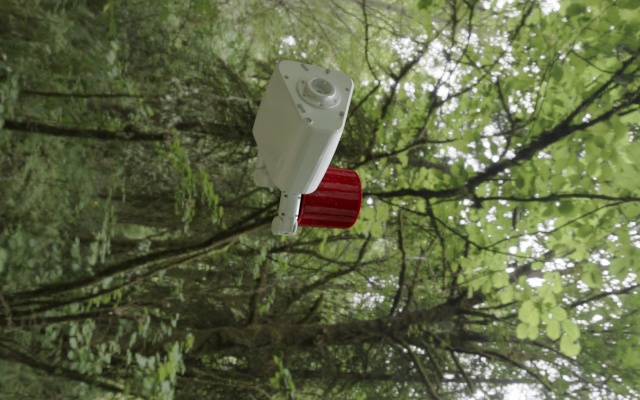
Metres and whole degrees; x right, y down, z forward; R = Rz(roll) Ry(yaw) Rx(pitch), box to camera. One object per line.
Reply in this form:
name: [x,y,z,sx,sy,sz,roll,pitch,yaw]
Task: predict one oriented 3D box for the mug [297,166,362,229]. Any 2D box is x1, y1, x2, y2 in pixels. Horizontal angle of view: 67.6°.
mug: [0.000,0.003,0.643,0.081,0.093,0.117,5,-36,-19]
